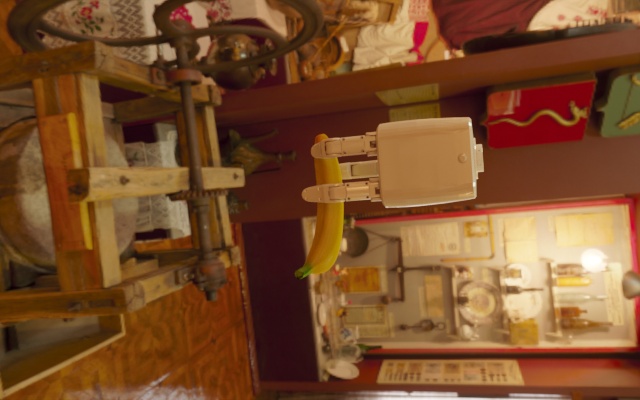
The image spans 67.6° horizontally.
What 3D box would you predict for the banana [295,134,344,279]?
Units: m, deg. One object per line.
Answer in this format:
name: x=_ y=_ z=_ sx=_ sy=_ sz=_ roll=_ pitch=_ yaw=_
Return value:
banana: x=0.007 y=0.012 z=0.627 sx=0.037 sy=0.197 sz=0.070 roll=-3 pitch=-22 yaw=23
